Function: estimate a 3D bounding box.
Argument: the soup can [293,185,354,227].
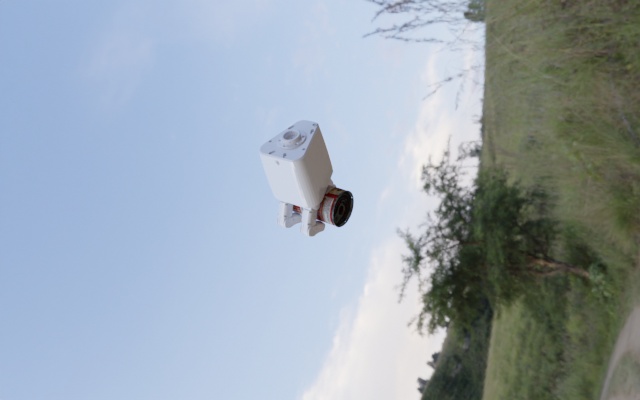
[{"bbox_3d":[0.000,0.003,0.873,0.102,0.068,0.068,17,9,32],"label":"soup can"}]
